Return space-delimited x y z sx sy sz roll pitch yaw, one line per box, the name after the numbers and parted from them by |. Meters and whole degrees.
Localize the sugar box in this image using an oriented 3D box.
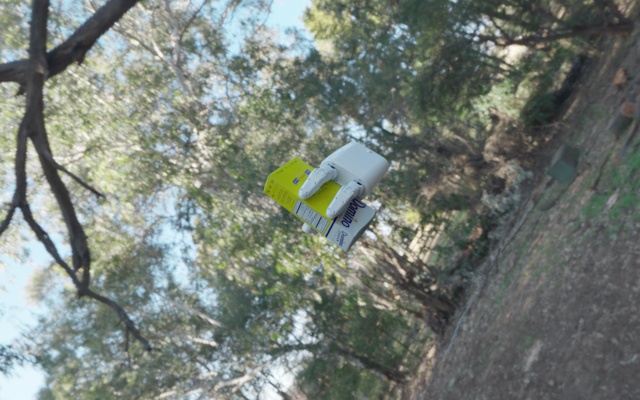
0.000 0.002 0.807 0.176 0.048 0.093 33 39 13 | sugar box
